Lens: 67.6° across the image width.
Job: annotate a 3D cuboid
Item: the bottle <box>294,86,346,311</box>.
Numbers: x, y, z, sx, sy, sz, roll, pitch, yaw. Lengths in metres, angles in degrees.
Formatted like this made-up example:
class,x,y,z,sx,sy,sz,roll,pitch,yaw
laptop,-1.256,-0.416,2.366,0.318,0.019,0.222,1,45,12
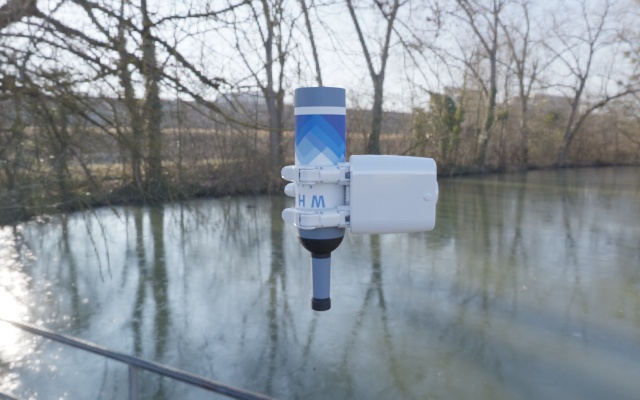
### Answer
class,x,y,z,sx,sy,sz,roll,pitch,yaw
bottle,0.000,0.002,0.635,0.069,0.296,0.069,0,8,0
